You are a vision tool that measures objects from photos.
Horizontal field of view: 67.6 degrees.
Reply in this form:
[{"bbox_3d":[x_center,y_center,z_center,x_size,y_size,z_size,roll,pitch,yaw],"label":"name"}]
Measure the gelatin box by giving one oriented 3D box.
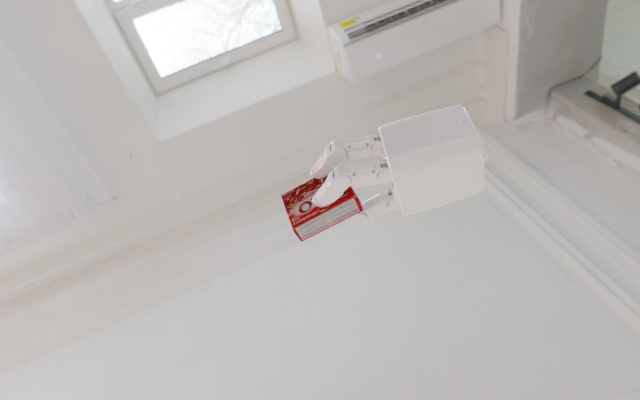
[{"bbox_3d":[0.000,0.002,0.608,0.089,0.030,0.073,-28,39,3],"label":"gelatin box"}]
